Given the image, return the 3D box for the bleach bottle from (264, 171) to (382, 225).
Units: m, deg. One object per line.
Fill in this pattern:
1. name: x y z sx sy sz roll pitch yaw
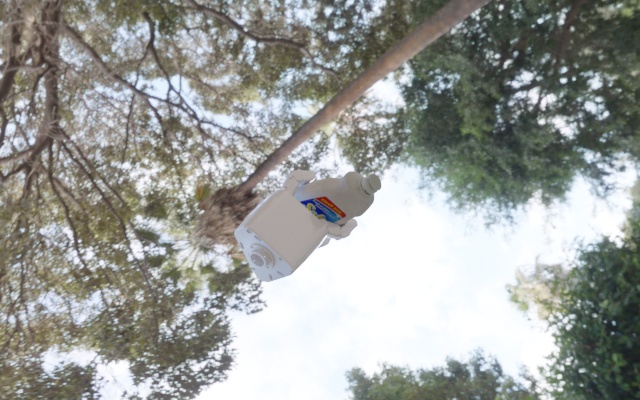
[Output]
1. bleach bottle: 0.000 0.003 0.840 0.251 0.102 0.068 -25 17 43
